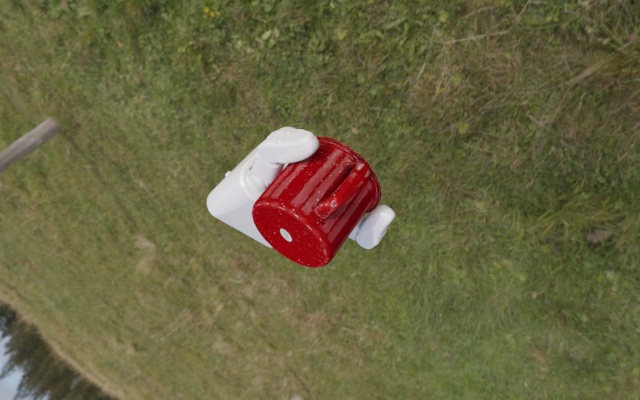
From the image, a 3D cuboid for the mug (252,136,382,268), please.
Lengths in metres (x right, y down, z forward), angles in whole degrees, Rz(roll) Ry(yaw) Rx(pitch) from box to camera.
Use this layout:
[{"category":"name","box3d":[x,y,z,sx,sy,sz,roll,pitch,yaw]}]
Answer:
[{"category":"mug","box3d":[0.001,0.001,0.410,0.081,0.093,0.117,-52,14,-32]}]
